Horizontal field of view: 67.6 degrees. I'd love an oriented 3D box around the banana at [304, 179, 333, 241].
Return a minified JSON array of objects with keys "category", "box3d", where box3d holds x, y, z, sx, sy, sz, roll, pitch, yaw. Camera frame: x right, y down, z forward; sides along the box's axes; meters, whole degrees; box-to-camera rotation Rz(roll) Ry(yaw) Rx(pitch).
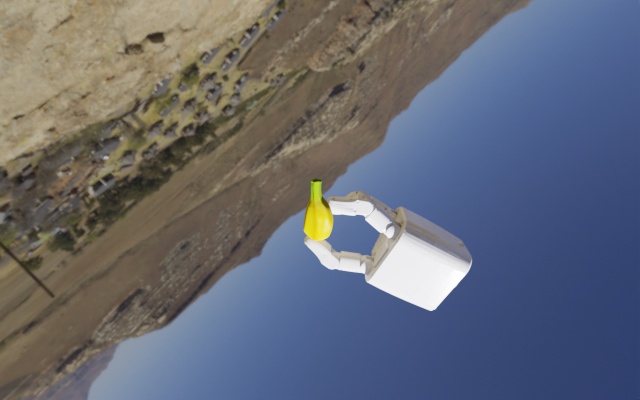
[{"category":"banana","box3d":[-0.003,0.020,0.642,0.037,0.069,0.198,9,-7,-2]}]
